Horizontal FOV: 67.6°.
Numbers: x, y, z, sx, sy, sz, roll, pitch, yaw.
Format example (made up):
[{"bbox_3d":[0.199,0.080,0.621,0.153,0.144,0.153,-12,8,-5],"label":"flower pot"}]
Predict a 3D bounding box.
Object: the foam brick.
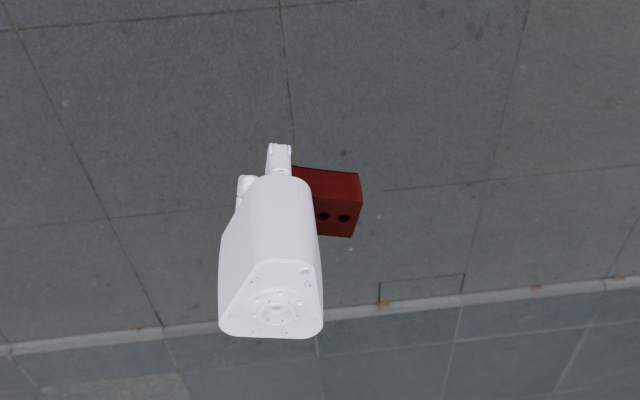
[{"bbox_3d":[0.000,0.002,0.503,0.078,0.053,0.051,6,39,-12],"label":"foam brick"}]
